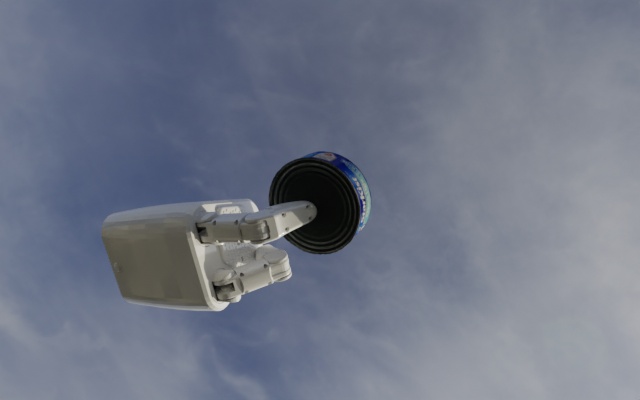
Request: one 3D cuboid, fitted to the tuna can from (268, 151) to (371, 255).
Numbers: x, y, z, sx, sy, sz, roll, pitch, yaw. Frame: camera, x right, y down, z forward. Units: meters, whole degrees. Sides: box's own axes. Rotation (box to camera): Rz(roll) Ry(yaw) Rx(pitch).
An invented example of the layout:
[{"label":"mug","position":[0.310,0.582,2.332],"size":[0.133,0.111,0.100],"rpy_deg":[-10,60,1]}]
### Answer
[{"label":"tuna can","position":[0.000,0.001,0.415],"size":[0.086,0.086,0.033],"rpy_deg":[0,17,26]}]
